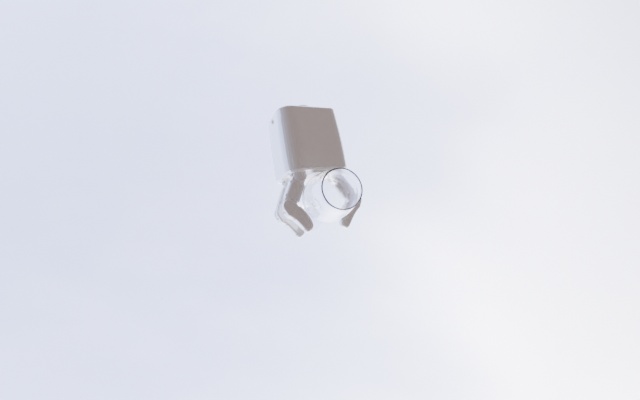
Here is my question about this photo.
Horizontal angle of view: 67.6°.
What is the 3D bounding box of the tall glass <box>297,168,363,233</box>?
[{"bbox_3d":[0.000,0.003,0.760,0.079,0.079,0.201,0,-11,-18],"label":"tall glass"}]
